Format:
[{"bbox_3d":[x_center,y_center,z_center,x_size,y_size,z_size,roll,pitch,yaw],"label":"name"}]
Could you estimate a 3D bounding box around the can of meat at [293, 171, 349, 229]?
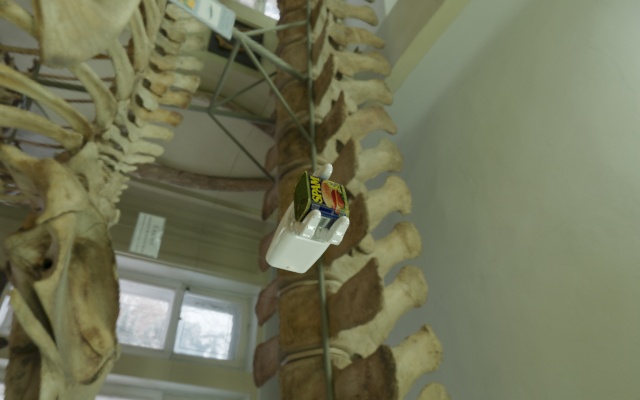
[{"bbox_3d":[0.000,0.003,0.876,0.084,0.057,0.102,17,38,-21],"label":"can of meat"}]
